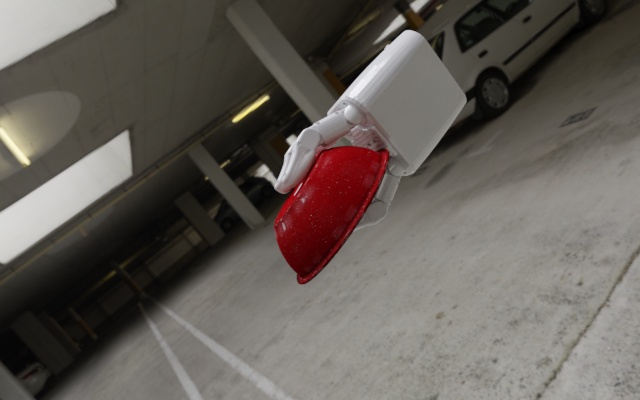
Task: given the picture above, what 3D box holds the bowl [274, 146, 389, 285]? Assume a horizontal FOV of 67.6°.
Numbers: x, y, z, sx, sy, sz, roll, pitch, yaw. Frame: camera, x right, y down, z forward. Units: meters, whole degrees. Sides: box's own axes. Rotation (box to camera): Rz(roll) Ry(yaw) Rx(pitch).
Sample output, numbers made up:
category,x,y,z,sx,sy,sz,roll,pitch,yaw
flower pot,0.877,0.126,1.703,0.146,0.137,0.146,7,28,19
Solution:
category,x,y,z,sx,sy,sz,roll,pitch,yaw
bowl,-0.001,0.002,0.479,0.055,0.162,0.162,33,-5,-8
